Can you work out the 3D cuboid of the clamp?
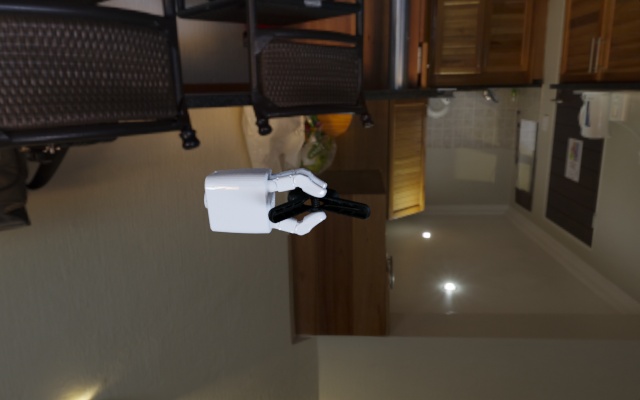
[{"bbox_3d":[0.000,0.003,0.848,0.164,0.036,0.210,0,13,1],"label":"clamp"}]
